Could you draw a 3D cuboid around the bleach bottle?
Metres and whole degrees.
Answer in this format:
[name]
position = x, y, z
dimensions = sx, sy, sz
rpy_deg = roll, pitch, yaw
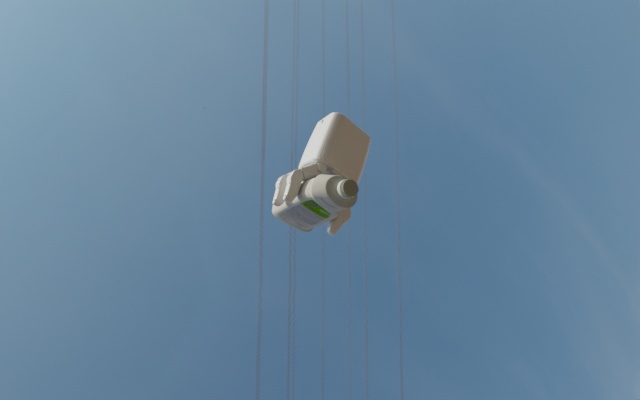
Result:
[bleach bottle]
position = 0.000, 0.003, 0.863
dimensions = 0.102, 0.068, 0.251
rpy_deg = 27, -20, -20
